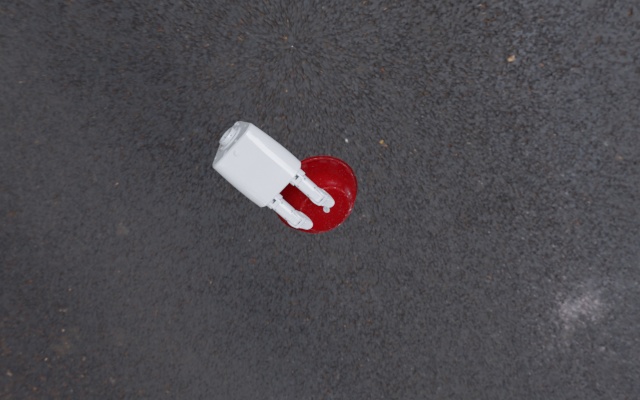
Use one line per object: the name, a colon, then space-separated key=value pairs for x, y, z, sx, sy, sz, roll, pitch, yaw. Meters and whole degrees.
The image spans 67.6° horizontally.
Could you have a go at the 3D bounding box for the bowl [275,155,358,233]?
bowl: x=0.001 y=0.003 z=0.857 sx=0.162 sy=0.162 sz=0.055 roll=0 pitch=31 yaw=-21
